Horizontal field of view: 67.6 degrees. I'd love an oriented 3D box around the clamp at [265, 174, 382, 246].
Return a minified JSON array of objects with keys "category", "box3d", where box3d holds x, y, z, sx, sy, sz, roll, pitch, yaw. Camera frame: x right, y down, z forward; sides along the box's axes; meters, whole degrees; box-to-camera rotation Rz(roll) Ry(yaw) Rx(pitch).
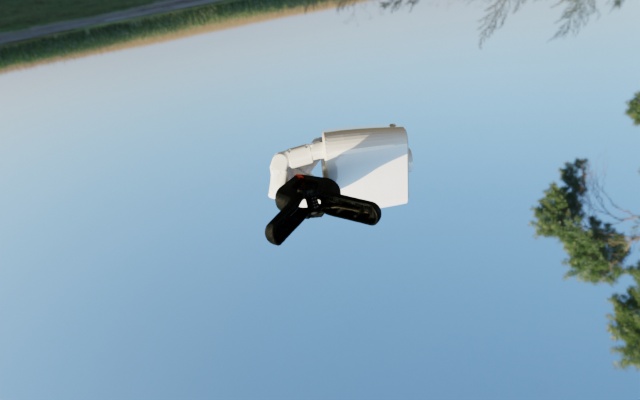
[{"category":"clamp","box3d":[0.000,0.002,0.548,0.120,0.039,0.171,-3,21,-2]}]
